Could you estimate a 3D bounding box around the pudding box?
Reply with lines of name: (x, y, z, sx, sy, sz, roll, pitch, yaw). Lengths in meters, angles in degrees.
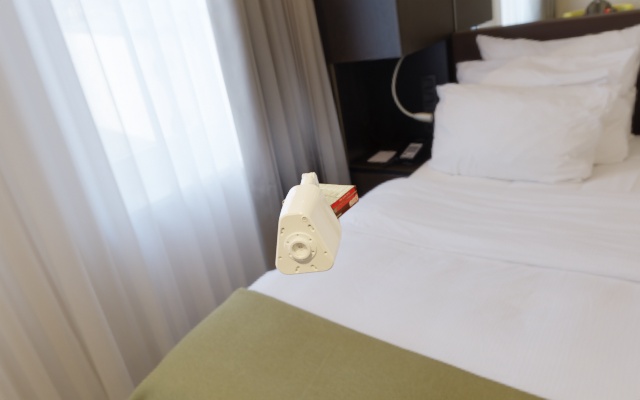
pudding box: (0.000, 0.003, 0.877, 0.113, 0.039, 0.090, 7, 28, 36)
